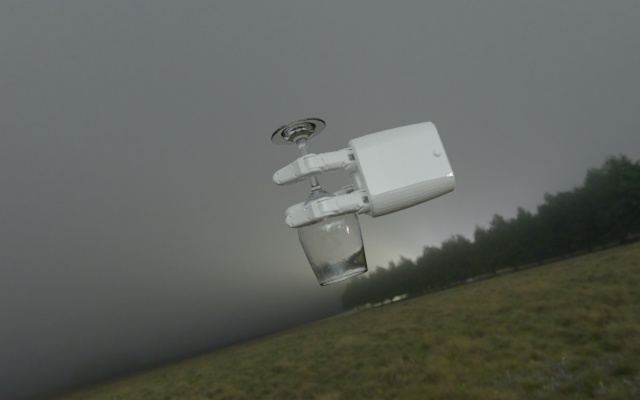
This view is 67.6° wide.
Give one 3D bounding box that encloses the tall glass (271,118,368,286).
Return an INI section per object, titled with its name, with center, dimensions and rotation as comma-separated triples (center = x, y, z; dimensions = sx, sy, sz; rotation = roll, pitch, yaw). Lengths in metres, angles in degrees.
[tall glass]
center = 0.000, 0.001, 0.602
dimensions = 0.079, 0.201, 0.079
rotation = -16, -13, -4
